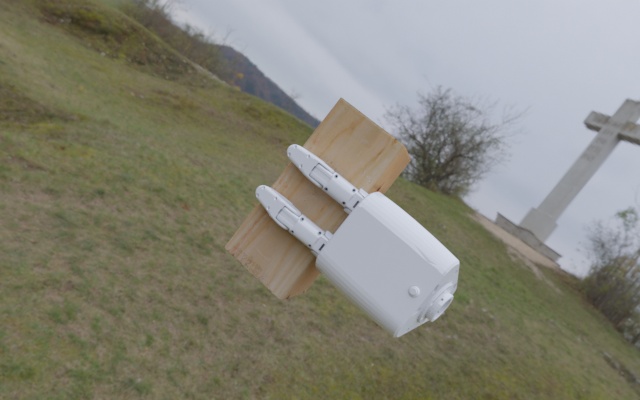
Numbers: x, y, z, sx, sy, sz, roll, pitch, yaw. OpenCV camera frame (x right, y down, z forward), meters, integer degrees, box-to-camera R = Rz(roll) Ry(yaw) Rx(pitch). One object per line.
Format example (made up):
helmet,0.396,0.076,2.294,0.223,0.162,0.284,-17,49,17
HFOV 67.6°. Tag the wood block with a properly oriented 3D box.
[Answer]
wood block,0.001,0.002,0.543,0.090,0.206,0.091,40,5,15
